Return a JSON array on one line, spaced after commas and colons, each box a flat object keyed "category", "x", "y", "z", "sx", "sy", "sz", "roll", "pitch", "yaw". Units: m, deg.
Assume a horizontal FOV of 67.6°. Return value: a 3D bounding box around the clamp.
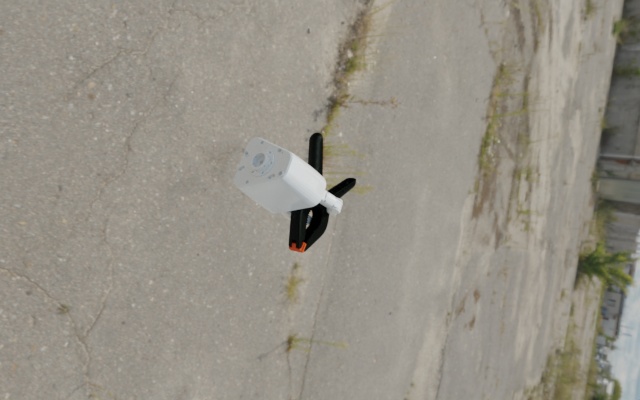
[{"category": "clamp", "x": 0.000, "y": 0.003, "z": 0.888, "sx": 0.036, "sy": 0.210, "sz": 0.165, "roll": 7, "pitch": -19, "yaw": 37}]
